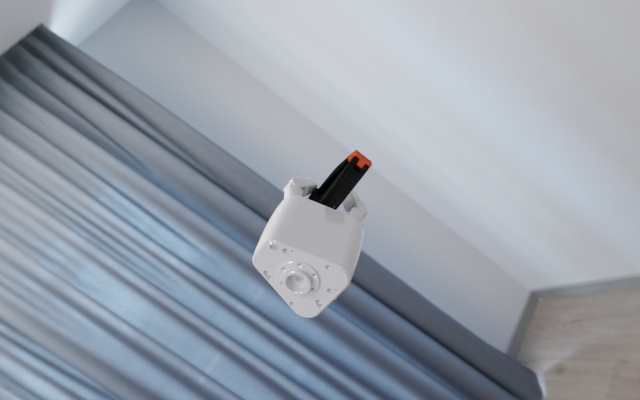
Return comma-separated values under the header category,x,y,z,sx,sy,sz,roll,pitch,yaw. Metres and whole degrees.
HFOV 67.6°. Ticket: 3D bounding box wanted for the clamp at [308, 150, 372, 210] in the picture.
category,x,y,z,sx,sy,sz,roll,pitch,yaw
clamp,0.000,0.002,0.685,0.036,0.210,0.164,36,29,-9
